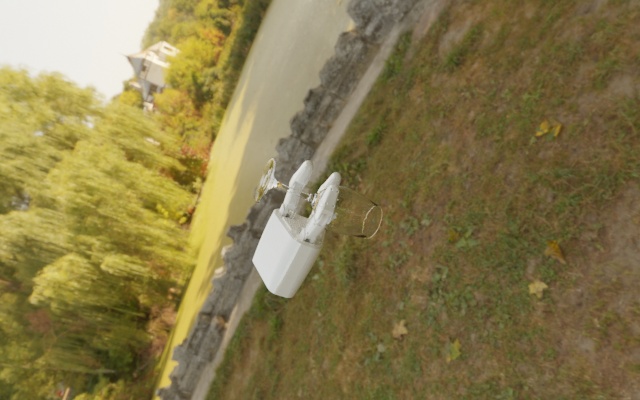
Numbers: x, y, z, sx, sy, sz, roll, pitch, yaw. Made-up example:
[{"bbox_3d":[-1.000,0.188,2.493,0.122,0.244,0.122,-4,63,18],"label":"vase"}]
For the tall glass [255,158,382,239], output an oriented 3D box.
[{"bbox_3d":[0.000,0.002,0.776,0.201,0.079,0.079,21,-7,-20],"label":"tall glass"}]
